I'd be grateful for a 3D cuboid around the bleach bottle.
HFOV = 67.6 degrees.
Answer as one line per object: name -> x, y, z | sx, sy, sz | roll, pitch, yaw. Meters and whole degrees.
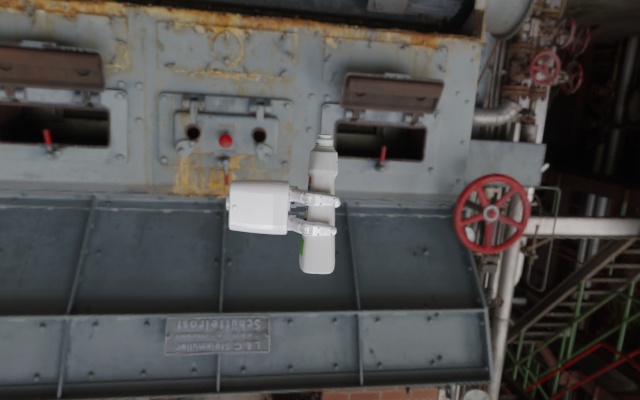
bleach bottle -> 0.000, 0.003, 0.889 | 0.068, 0.251, 0.102 | 3, 11, -3
